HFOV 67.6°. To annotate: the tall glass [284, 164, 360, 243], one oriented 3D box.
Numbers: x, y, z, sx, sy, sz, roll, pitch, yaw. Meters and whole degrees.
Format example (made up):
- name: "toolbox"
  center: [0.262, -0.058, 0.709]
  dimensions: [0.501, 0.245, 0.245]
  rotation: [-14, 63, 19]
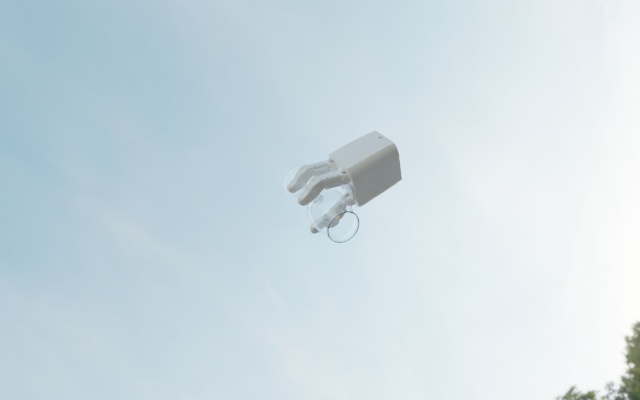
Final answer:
- name: "tall glass"
  center: [0.000, 0.003, 0.899]
  dimensions: [0.079, 0.079, 0.201]
  rotation: [0, 26, -27]
